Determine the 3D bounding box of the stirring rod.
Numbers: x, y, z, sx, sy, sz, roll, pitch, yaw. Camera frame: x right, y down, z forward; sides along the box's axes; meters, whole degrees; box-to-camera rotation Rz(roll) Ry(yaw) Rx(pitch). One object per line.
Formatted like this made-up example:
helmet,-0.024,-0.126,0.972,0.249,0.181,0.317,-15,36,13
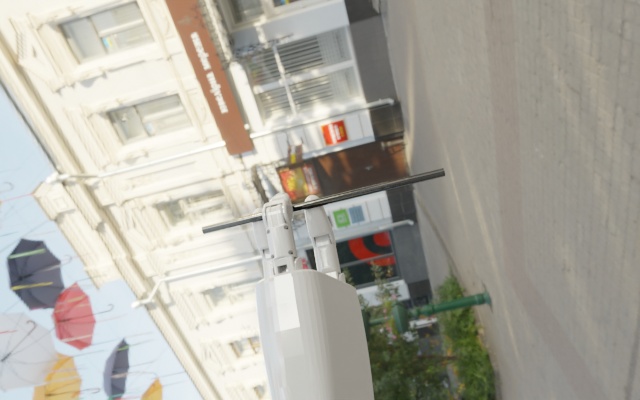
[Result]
stirring rod,0.000,0.002,0.461,0.239,0.011,0.011,-14,-1,6
